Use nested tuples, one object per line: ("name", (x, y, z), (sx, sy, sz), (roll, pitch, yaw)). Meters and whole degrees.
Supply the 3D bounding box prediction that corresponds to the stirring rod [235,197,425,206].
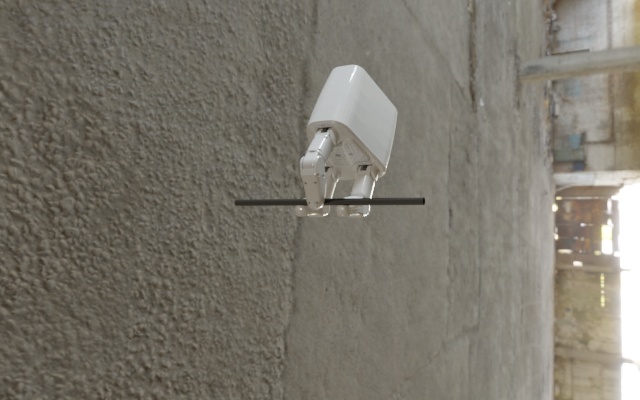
("stirring rod", (0.000, 0.002, 0.545), (0.239, 0.011, 0.011), (-1, 0, 28))
